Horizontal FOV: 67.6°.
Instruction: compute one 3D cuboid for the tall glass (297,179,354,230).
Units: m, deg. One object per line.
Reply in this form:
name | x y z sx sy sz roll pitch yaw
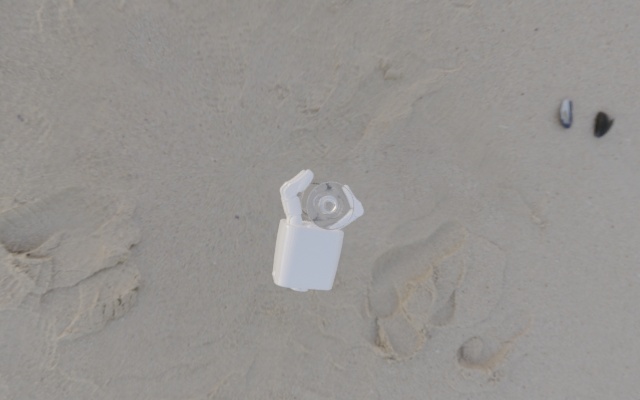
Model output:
tall glass | 0.000 0.003 0.825 0.079 0.079 0.201 0 4 -9
